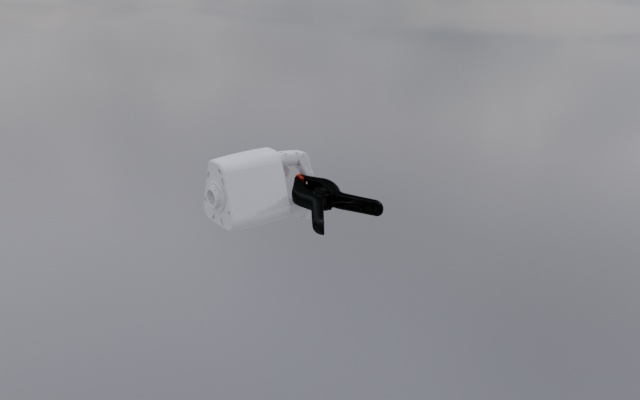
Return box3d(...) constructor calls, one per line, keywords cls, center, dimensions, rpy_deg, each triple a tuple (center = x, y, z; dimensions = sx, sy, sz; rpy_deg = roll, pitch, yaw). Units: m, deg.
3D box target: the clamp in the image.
box3d(cls="clamp", center=(0.000, 0.002, 0.752), dimensions=(0.120, 0.039, 0.171), rpy_deg=(-16, 28, -38))
